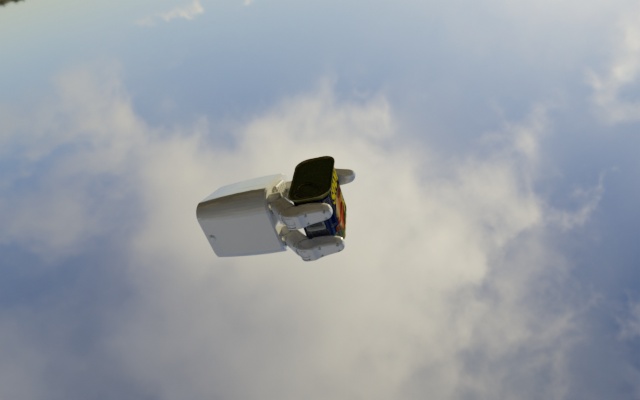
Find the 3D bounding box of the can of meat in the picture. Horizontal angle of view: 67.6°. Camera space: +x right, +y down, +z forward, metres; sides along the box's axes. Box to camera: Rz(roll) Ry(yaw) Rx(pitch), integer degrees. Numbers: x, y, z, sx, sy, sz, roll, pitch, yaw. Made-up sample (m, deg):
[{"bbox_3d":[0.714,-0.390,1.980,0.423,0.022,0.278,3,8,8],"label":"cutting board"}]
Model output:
[{"bbox_3d":[0.000,0.002,0.646,0.057,0.084,0.102,-11,33,13],"label":"can of meat"}]
